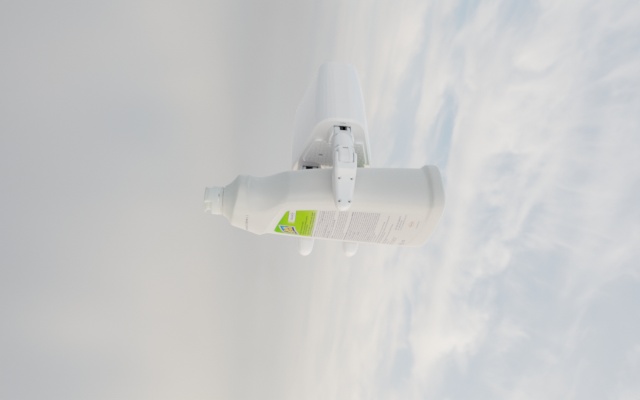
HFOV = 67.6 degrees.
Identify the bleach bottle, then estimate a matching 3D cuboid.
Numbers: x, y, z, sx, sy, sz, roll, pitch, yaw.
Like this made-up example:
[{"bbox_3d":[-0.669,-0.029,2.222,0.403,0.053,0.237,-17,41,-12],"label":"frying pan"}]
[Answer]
[{"bbox_3d":[0.000,0.002,0.527,0.251,0.068,0.103,4,-38,-6],"label":"bleach bottle"}]
